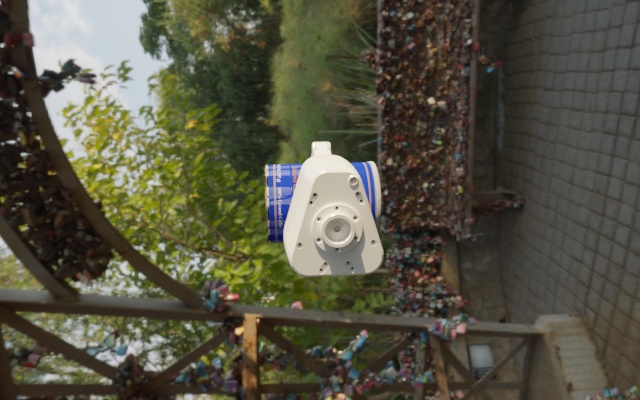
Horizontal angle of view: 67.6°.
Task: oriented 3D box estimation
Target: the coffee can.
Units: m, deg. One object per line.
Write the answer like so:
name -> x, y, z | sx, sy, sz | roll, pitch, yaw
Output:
coffee can -> 0.000, 0.002, 0.622 | 0.140, 0.103, 0.103 | -2, 0, -5
